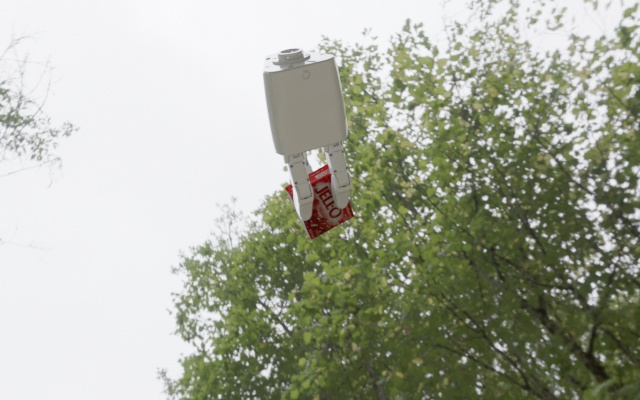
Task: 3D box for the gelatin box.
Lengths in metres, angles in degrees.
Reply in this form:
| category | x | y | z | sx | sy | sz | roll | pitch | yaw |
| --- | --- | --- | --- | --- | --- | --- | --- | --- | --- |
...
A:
| category | x | y | z | sx | sy | sz | roll | pitch | yaw |
| --- | --- | --- | --- | --- | --- | --- | --- | --- | --- |
| gelatin box | 0.000 | 0.002 | 0.678 | 0.073 | 0.089 | 0.030 | -28 | 36 | -7 |
